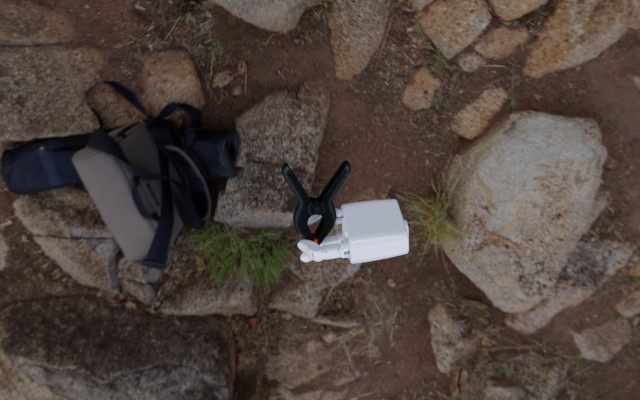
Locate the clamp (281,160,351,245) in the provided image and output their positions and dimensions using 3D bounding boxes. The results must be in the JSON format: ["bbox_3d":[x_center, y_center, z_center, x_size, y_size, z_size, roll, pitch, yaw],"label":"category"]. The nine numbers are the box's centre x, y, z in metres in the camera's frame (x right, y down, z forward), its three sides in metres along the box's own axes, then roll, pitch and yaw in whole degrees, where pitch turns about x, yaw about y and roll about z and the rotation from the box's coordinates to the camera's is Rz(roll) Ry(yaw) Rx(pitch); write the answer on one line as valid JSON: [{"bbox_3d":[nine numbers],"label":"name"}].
[{"bbox_3d":[0.000,0.003,0.856,0.120,0.172,0.039,-8,29,-2],"label":"clamp"}]
